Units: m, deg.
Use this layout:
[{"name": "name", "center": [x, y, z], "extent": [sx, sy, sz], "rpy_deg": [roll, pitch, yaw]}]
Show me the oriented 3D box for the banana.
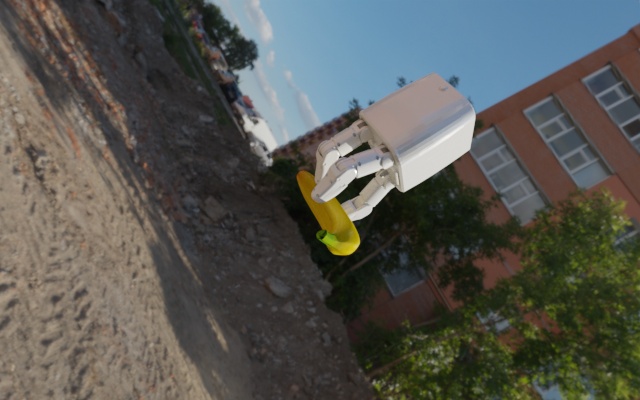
[{"name": "banana", "center": [0.010, 0.017, 0.577], "extent": [0.037, 0.070, 0.197], "rpy_deg": [-34, 23, 3]}]
